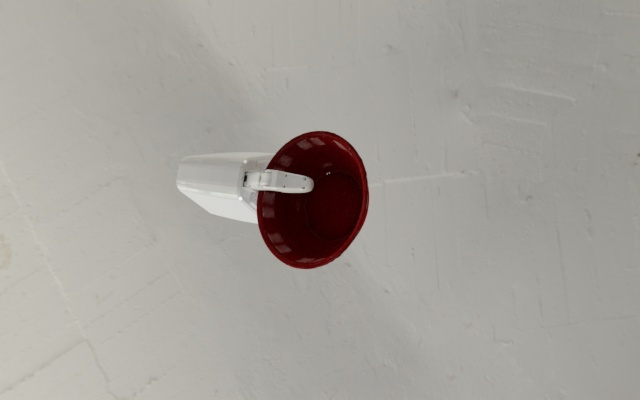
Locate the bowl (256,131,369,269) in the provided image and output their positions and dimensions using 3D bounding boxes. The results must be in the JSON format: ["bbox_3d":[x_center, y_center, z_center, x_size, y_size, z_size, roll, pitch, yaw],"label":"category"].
[{"bbox_3d":[0.001,0.002,0.569,0.162,0.162,0.055,0,-9,37],"label":"bowl"}]
